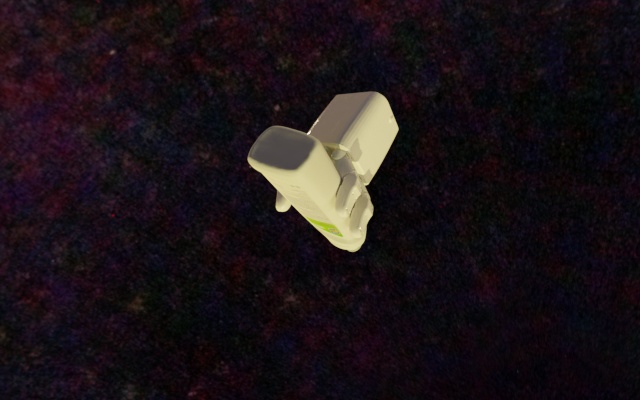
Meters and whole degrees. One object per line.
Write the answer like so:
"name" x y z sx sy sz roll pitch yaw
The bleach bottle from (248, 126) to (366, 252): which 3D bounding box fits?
"bleach bottle" 0.000 0.002 0.685 0.102 0.068 0.251 21 -21 35
